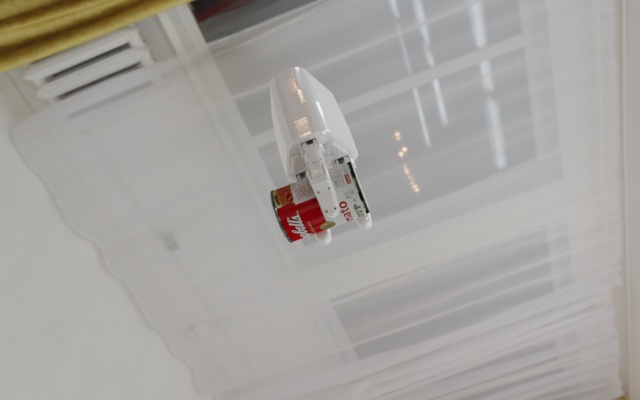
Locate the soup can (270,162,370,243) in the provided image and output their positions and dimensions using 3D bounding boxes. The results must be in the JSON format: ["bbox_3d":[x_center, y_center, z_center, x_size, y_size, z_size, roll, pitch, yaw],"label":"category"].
[{"bbox_3d":[0.000,0.002,0.571,0.102,0.068,0.068,-21,-2,6],"label":"soup can"}]
